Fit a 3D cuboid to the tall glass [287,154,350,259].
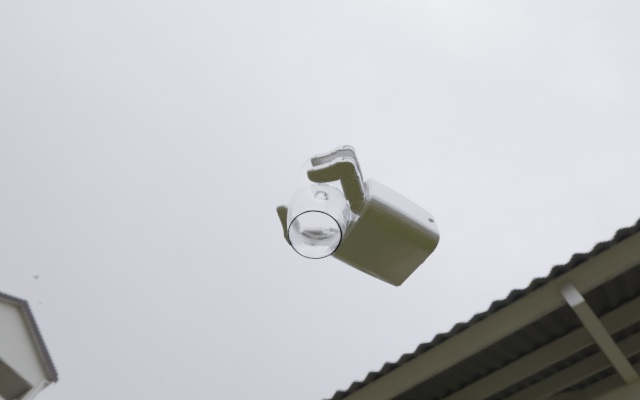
[{"bbox_3d":[0.000,0.002,0.628,0.079,0.079,0.201,0,22,4],"label":"tall glass"}]
